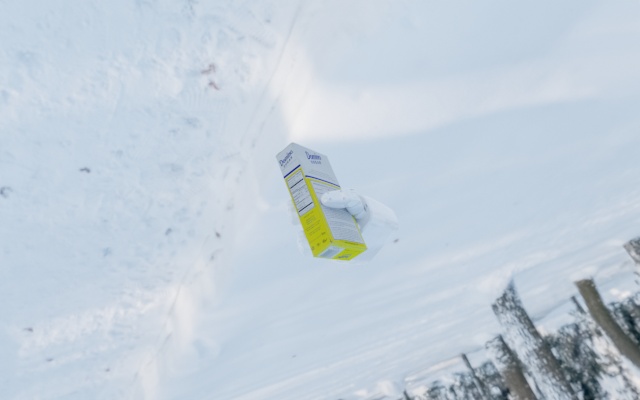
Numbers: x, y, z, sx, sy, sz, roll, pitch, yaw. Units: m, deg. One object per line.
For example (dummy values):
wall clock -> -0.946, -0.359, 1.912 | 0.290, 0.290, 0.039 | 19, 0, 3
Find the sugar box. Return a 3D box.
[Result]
sugar box -> 0.000, 0.003, 0.720 | 0.048, 0.176, 0.093 | -38, -30, 25
